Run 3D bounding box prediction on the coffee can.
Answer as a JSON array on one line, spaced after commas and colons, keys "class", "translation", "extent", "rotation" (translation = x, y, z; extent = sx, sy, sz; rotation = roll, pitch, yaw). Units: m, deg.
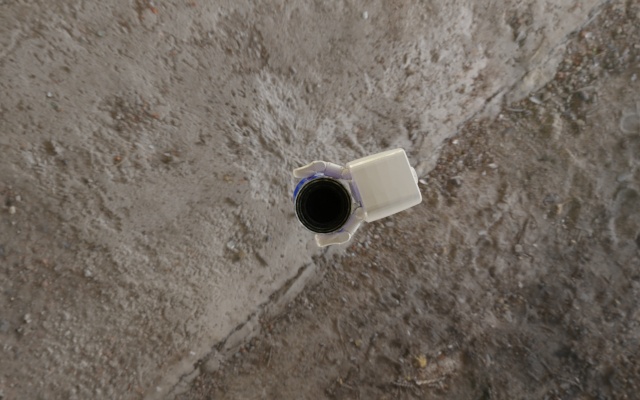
[{"class": "coffee can", "translation": [0.000, 0.003, 0.886], "extent": [0.103, 0.103, 0.140], "rotation": [0, 6, -4]}]
